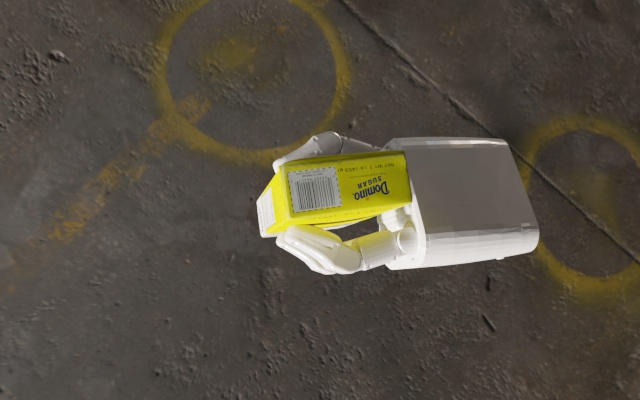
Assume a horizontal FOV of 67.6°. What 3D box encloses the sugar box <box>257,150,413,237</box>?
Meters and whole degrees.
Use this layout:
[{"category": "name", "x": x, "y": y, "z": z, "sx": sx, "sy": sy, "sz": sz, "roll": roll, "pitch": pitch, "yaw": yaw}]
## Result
[{"category": "sugar box", "x": 0.000, "y": 0.002, "z": 0.410, "sx": 0.093, "sy": 0.048, "sz": 0.176, "roll": -6, "pitch": -9, "yaw": -13}]
